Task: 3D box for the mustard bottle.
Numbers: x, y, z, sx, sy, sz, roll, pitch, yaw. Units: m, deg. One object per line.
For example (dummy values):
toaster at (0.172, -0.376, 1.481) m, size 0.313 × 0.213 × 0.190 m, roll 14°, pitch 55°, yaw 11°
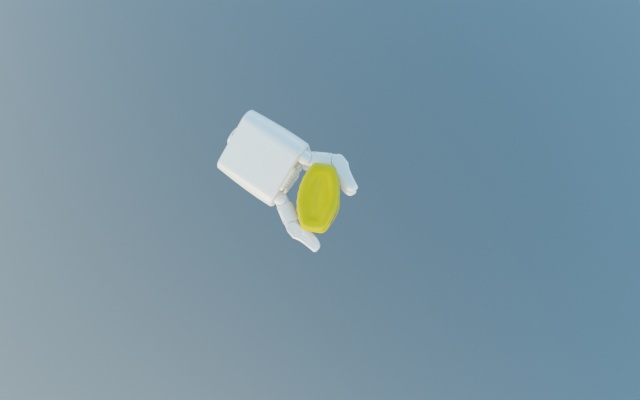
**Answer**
mustard bottle at (0.000, 0.003, 0.746) m, size 0.058 × 0.096 × 0.191 m, roll 9°, pitch -4°, yaw 3°
